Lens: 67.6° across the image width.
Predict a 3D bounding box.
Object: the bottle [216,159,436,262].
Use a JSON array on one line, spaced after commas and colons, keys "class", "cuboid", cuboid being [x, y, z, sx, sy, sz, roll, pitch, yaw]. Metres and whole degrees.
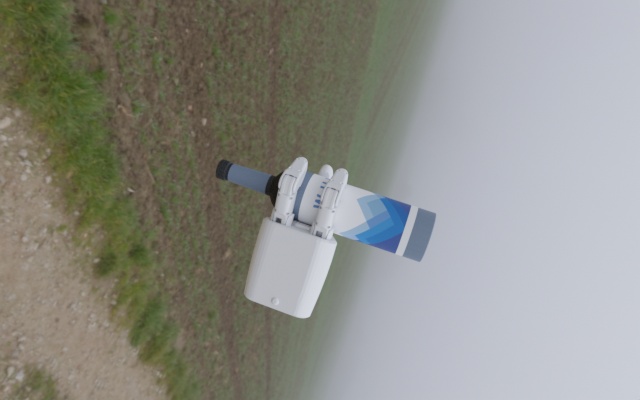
[{"class": "bottle", "cuboid": [0.000, 0.002, 0.634, 0.295, 0.069, 0.069, 18, 3, 8]}]
